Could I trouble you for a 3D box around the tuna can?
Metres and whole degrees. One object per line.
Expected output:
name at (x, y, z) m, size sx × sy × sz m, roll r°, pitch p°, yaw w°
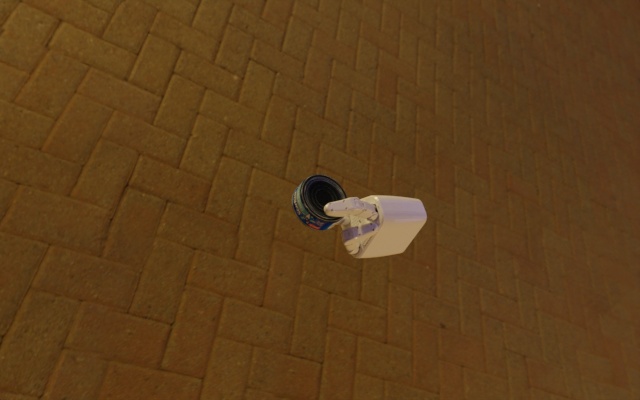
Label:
tuna can at (0.000, 0.002, 0.749) m, size 0.086 × 0.086 × 0.034 m, roll 0°, pitch -26°, yaw -31°
